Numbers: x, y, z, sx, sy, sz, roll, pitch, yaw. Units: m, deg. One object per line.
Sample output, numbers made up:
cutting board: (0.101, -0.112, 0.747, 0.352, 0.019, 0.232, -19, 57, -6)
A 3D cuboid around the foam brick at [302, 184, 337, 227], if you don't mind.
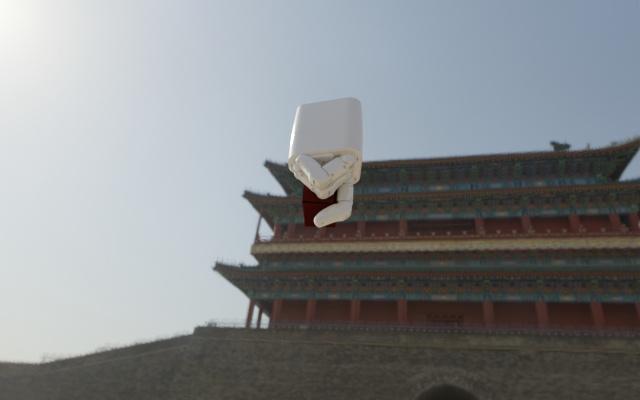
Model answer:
foam brick: (0.000, 0.003, 0.754, 0.053, 0.051, 0.078, 3, -30, 2)
